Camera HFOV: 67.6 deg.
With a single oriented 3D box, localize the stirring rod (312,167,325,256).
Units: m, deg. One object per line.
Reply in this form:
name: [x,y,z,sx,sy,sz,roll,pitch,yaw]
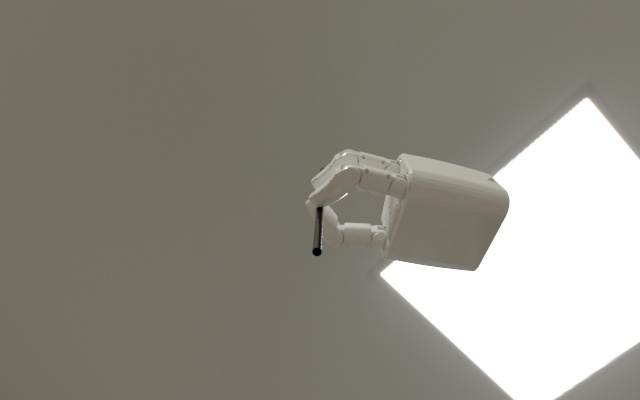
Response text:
stirring rod: [0.000,0.002,0.508,0.011,0.011,0.239,0,20,2]
